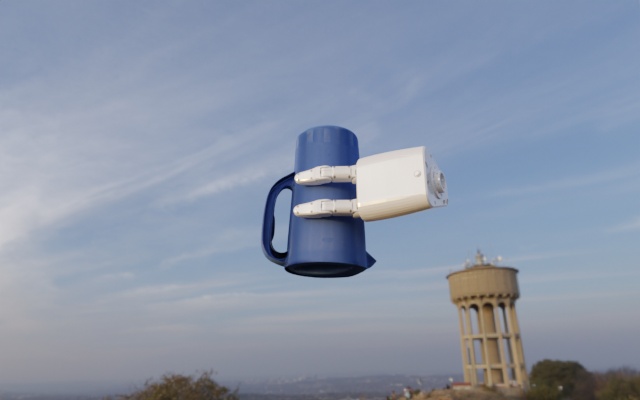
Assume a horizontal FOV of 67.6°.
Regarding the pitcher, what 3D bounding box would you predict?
[{"bbox_3d":[0.000,0.003,0.790,0.145,0.242,0.149,-12,-23,31],"label":"pitcher"}]
